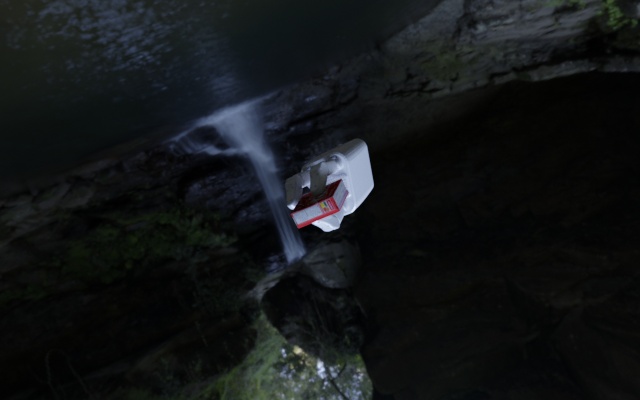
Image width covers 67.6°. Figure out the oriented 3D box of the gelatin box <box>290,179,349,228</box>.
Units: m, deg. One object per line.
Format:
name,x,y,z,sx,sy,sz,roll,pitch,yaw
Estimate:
gelatin box,0.000,0.003,0.747,0.073,0.030,0.089,-22,14,20
